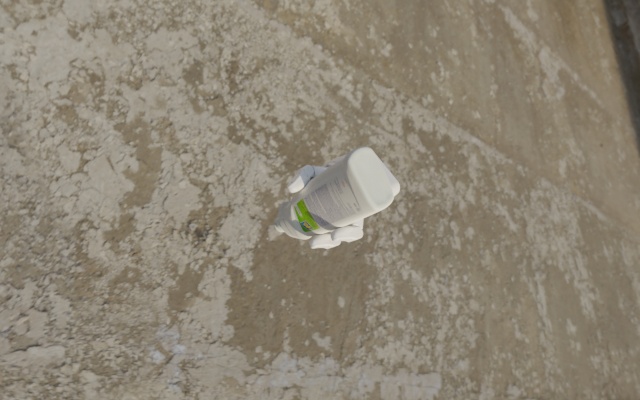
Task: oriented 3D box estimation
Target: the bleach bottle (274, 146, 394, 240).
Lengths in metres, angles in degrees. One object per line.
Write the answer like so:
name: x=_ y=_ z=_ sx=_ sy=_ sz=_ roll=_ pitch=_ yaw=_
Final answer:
bleach bottle: x=0.000 y=0.003 z=0.792 sx=0.068 sy=0.102 sz=0.251 roll=-29 pitch=4 yaw=-43
